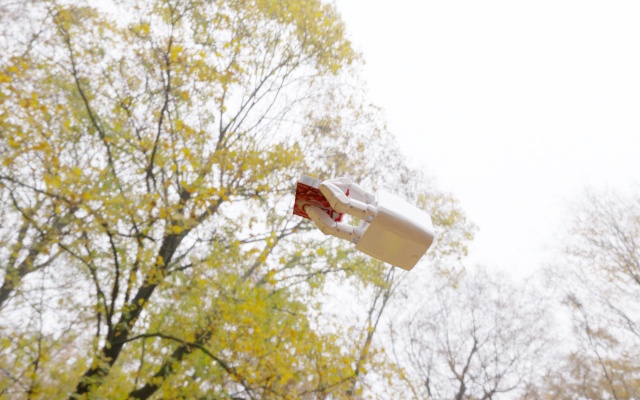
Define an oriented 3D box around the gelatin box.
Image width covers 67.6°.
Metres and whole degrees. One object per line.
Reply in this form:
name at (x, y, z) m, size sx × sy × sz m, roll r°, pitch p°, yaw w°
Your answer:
gelatin box at (0.000, 0.002, 0.823) m, size 0.089 × 0.073 × 0.030 m, roll 18°, pitch 40°, yaw 8°
